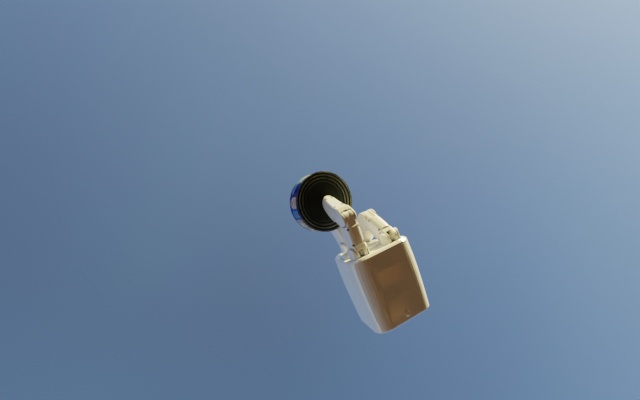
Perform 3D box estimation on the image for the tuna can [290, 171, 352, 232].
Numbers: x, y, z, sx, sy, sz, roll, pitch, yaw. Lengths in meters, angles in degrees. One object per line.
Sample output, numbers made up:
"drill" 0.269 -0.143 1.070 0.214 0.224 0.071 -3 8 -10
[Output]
"tuna can" 0.000 0.002 0.685 0.086 0.086 0.034 0 -4 -24
